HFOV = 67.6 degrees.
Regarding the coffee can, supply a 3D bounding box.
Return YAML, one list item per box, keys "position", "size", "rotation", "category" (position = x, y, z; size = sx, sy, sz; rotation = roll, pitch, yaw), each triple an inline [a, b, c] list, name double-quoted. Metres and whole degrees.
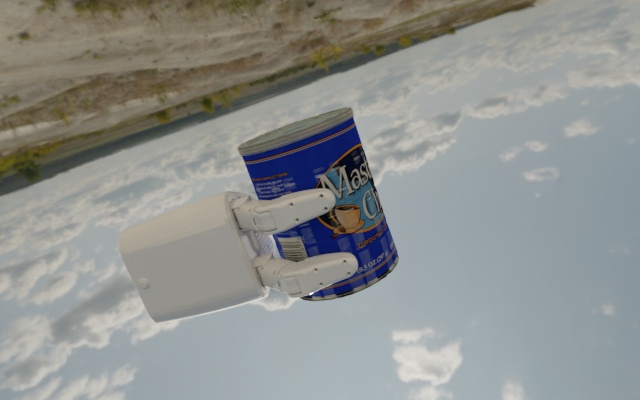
- position: [0.000, 0.001, 0.422]
  size: [0.103, 0.140, 0.102]
  rotation: [-18, 14, 5]
  category: "coffee can"
